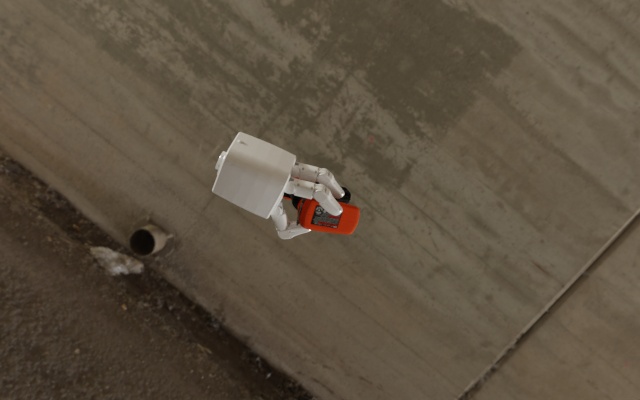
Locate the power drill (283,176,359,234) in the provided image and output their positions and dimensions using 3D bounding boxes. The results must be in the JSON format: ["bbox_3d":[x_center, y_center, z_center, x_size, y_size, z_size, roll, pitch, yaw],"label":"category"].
[{"bbox_3d":[0.000,0.003,0.885,0.184,0.057,0.187,8,14,-23],"label":"power drill"}]
